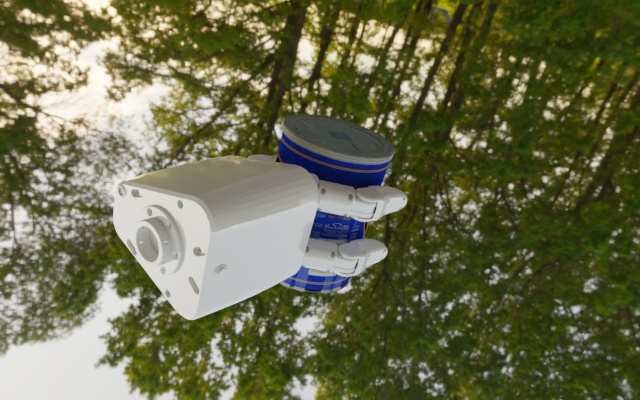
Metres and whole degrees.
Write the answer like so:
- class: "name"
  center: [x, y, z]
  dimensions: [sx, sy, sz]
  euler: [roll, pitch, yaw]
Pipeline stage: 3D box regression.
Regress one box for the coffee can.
- class: "coffee can"
  center: [0.000, 0.001, 0.455]
  dimensions: [0.103, 0.140, 0.102]
  euler: [13, 24, -6]
